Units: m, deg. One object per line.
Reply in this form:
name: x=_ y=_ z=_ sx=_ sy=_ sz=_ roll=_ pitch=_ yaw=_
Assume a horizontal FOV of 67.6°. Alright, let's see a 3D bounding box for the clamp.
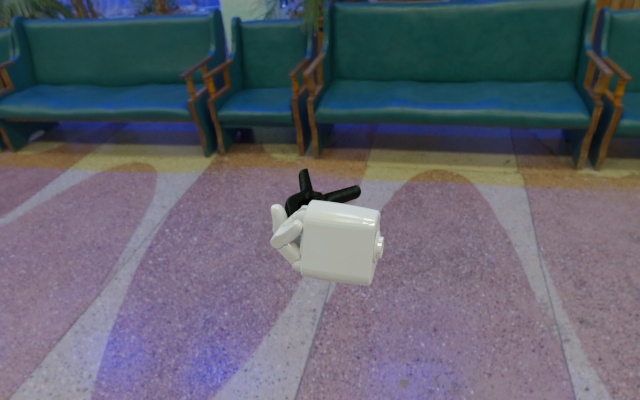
clamp: x=0.000 y=0.002 z=0.817 sx=0.120 sy=0.039 sz=0.171 roll=9 pitch=36 yaw=11
